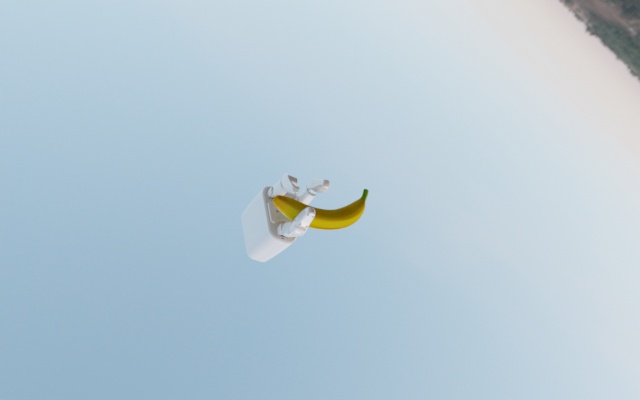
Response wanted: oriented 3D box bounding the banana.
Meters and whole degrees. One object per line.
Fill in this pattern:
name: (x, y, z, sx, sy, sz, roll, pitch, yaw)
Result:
banana: (0.007, 0.020, 0.854, 0.198, 0.069, 0.037, -4, -16, -32)
